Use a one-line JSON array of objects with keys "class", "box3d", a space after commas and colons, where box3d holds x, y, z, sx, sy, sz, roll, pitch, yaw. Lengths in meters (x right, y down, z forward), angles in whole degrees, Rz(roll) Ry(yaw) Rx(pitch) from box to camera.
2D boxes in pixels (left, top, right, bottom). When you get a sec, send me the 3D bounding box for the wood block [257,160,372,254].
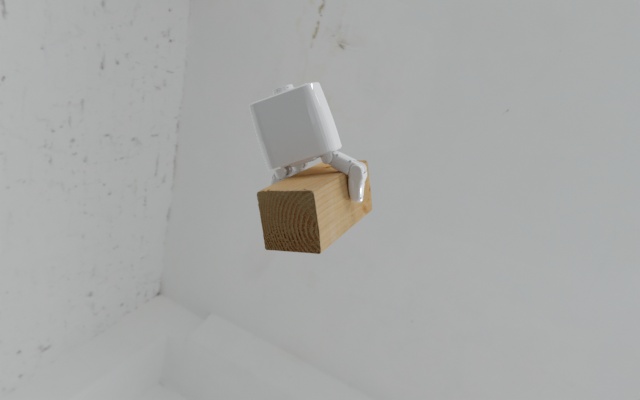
[{"class": "wood block", "box3d": [0.000, 0.002, 0.734, 0.091, 0.090, 0.206, 0, 16, 27]}]
